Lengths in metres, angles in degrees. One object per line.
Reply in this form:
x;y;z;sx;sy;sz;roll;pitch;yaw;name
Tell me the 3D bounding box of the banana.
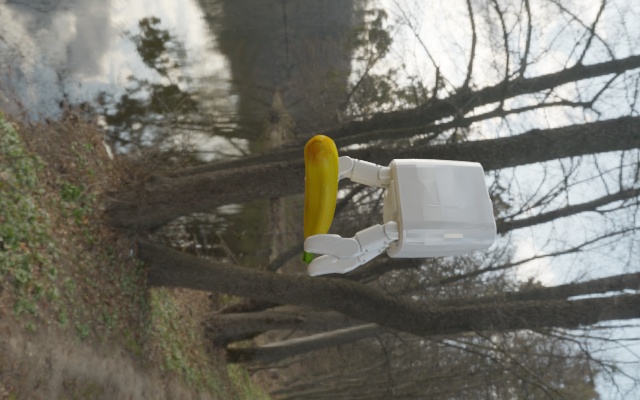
0.000;-0.011;0.513;0.037;0.069;0.198;3;-39;0;banana
